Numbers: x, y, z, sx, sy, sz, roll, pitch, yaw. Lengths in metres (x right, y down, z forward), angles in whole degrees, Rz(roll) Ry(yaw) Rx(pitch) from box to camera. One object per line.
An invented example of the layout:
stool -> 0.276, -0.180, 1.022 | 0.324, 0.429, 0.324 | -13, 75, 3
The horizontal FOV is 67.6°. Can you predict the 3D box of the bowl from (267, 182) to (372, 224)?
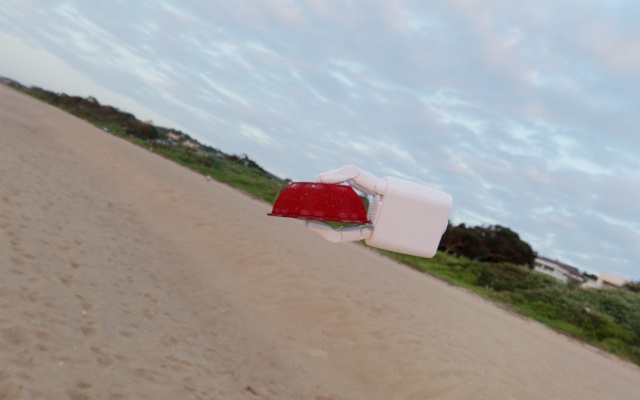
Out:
bowl -> -0.001, 0.002, 0.730 | 0.162, 0.055, 0.162 | 4, -1, 0
